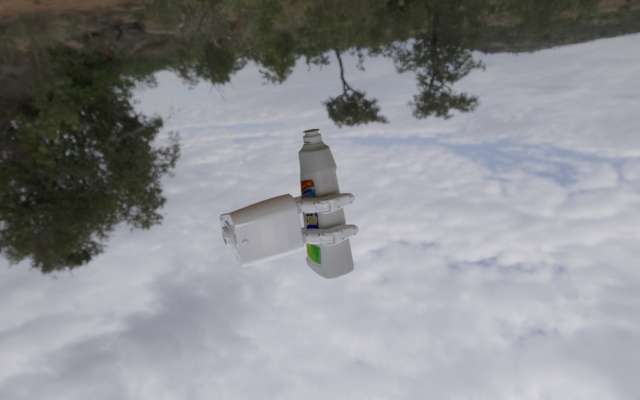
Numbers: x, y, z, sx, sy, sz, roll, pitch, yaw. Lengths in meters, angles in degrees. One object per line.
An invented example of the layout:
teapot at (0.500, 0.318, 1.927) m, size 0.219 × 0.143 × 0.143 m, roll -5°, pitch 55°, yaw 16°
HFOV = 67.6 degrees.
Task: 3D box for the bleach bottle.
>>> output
bleach bottle at (0.000, 0.003, 0.818) m, size 0.068 × 0.251 × 0.102 m, roll -16°, pitch 19°, yaw -21°
